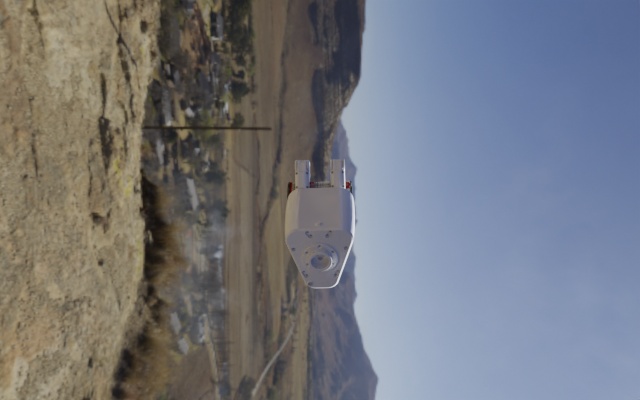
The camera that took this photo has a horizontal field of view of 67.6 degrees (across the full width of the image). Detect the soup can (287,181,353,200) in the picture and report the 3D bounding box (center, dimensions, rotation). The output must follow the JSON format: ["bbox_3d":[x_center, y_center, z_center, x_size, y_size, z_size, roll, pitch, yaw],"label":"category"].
[{"bbox_3d":[0.000,0.002,0.766,0.102,0.068,0.068,-2,0,2],"label":"soup can"}]
